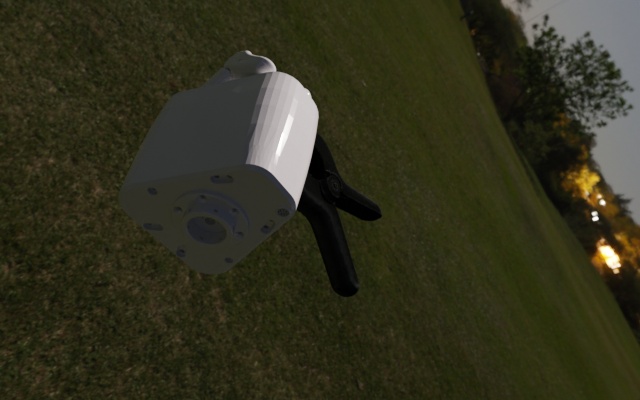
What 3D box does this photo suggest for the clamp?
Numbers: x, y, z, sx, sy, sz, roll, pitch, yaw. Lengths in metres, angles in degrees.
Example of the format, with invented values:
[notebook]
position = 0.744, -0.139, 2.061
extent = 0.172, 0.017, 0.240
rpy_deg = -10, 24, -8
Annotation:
[clamp]
position = 0.000, 0.001, 0.428
extent = 0.039, 0.120, 0.171
rpy_deg = -24, -55, 29
